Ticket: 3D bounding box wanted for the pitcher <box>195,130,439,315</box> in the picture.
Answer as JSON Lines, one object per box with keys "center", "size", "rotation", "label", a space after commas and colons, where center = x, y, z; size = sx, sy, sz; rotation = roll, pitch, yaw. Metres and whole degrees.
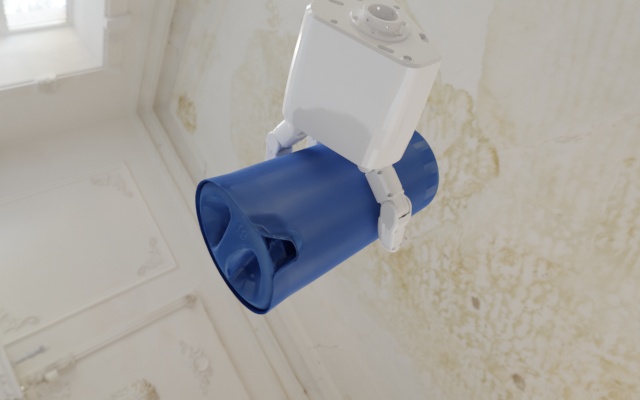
{"center": [0.000, 0.002, 0.500], "size": [0.243, 0.145, 0.149], "rotation": [-25, 58, -32], "label": "pitcher"}
